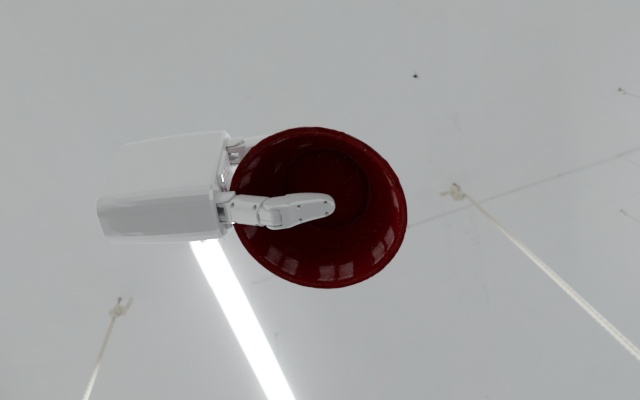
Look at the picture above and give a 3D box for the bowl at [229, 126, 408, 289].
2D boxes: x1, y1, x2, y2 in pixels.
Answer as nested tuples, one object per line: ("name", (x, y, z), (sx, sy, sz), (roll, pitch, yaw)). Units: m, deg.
("bowl", (0.001, 0.002, 0.446), (0.162, 0.162, 0.055), (0, 26, 11))
